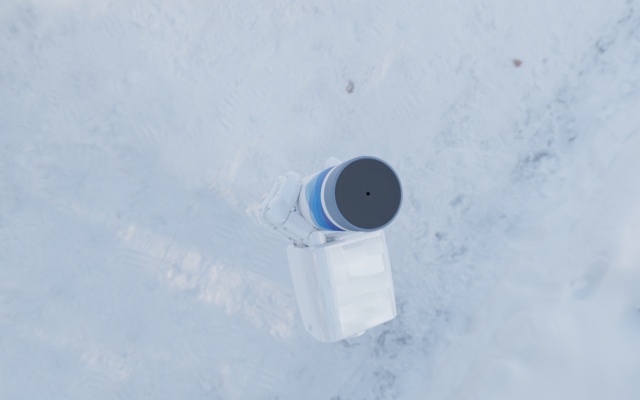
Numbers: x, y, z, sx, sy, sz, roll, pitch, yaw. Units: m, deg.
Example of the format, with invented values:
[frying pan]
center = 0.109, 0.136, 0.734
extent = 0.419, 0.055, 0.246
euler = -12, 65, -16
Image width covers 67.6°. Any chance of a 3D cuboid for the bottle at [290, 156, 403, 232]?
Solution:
[bottle]
center = 0.000, 0.002, 0.554
extent = 0.069, 0.069, 0.296
euler = 0, -3, -16
